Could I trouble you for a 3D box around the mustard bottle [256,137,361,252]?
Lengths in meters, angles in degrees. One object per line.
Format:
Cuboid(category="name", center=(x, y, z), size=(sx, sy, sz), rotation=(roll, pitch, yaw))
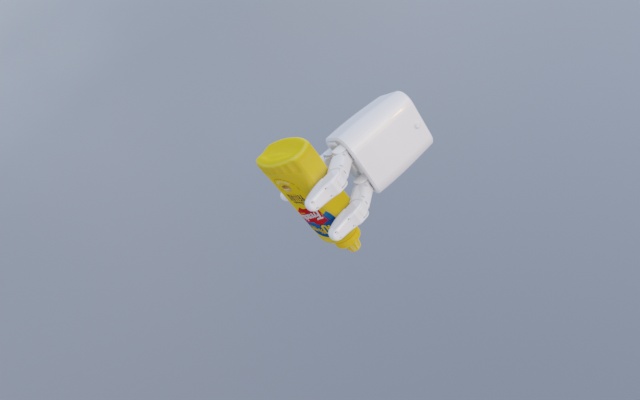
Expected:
Cuboid(category="mustard bottle", center=(0.000, 0.002, 0.649), size=(0.096, 0.058, 0.192), rotation=(3, -41, 50))
